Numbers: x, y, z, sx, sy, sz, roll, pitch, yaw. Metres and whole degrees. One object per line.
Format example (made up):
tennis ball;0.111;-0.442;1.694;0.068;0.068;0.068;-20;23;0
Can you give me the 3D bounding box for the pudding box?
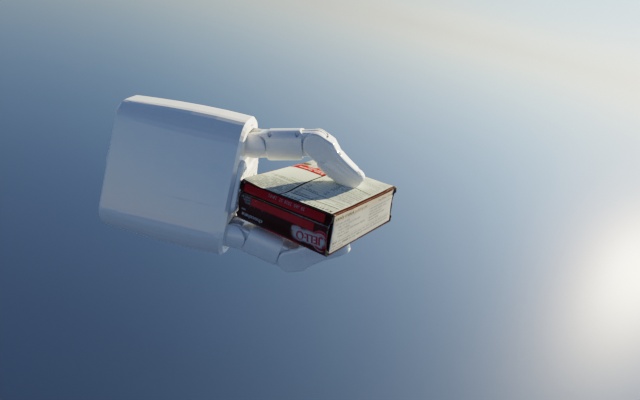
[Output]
pudding box;0.000;0.001;0.404;0.090;0.039;0.113;22;25;28
